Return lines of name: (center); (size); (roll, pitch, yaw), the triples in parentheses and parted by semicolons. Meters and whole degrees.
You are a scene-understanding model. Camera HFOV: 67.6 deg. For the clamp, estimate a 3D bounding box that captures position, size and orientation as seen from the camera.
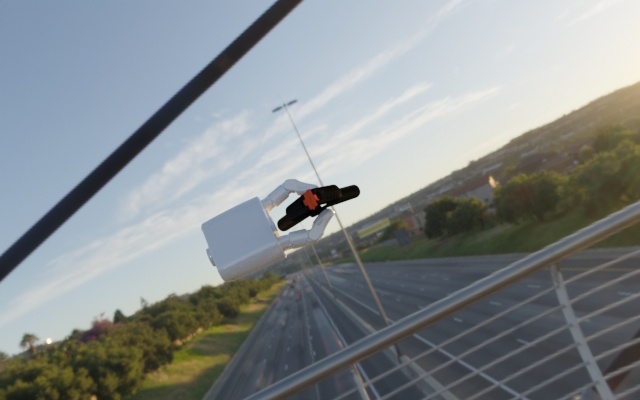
clamp: (0.000, 0.002, 0.790); (0.164, 0.036, 0.210); (-26, -6, -6)
